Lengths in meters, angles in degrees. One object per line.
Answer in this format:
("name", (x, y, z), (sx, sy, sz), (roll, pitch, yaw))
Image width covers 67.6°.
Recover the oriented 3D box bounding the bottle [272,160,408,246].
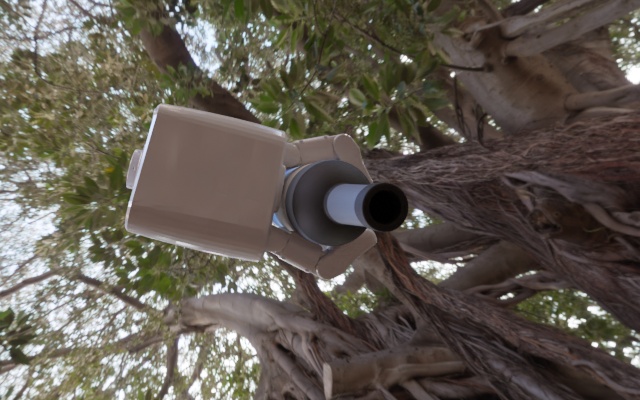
("bottle", (0.000, 0.001, 0.402), (0.069, 0.069, 0.295), (0, 1, -14))
